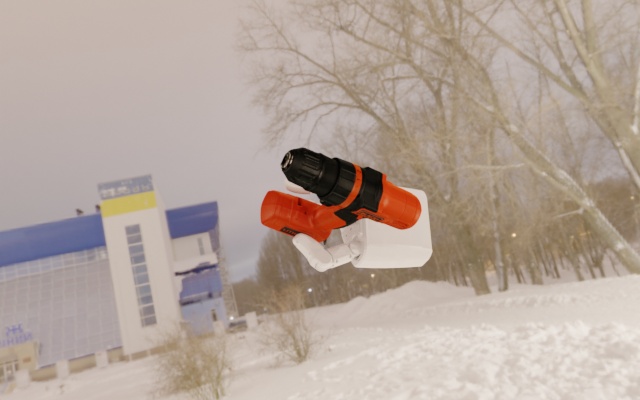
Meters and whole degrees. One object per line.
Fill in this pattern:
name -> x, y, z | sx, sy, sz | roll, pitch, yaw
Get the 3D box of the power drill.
power drill -> 0.000, 0.002, 0.588 | 0.184, 0.057, 0.188 | 23, -22, -28
